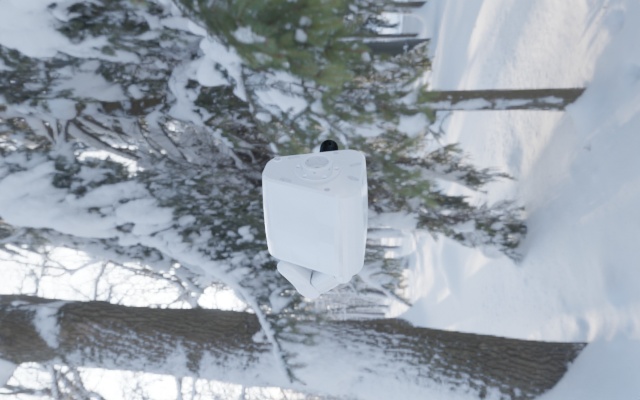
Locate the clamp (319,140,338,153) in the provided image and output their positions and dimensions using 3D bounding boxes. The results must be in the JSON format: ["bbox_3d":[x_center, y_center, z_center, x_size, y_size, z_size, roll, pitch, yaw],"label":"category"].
[{"bbox_3d":[-0.001,0.002,0.632,0.039,0.120,0.171,3,37,3],"label":"clamp"}]
